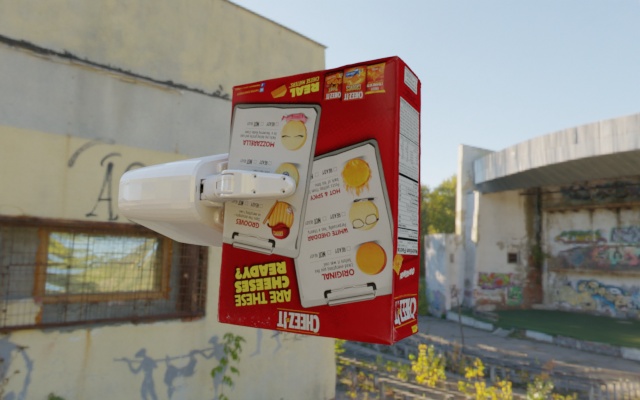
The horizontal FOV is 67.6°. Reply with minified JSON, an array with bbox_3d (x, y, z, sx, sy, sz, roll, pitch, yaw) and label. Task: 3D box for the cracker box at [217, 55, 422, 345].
[{"bbox_3d":[0.000,0.001,0.410,0.164,0.213,0.072,-2,-7,30],"label":"cracker box"}]
